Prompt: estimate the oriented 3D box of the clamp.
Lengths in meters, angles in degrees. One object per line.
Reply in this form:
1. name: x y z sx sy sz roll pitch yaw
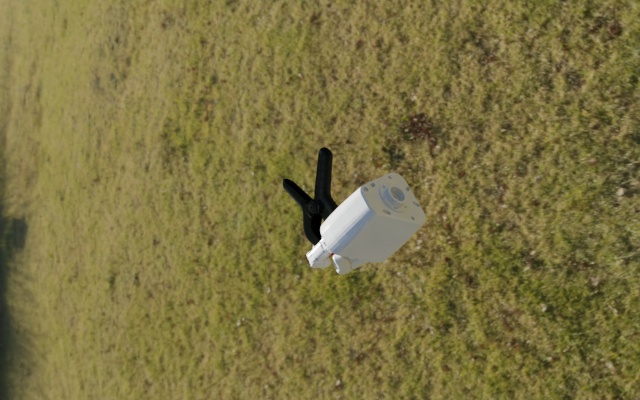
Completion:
1. clamp: 0.000 0.003 0.771 0.039 0.171 0.120 -4 -33 -40
